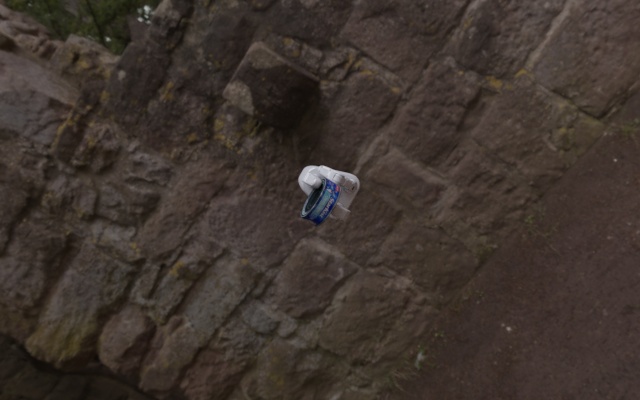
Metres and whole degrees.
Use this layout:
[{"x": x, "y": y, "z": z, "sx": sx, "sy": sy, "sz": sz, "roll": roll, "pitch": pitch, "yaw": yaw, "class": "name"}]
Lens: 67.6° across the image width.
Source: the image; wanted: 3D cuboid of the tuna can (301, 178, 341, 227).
[{"x": 0.000, "y": 0.003, "z": 0.873, "sx": 0.034, "sy": 0.086, "sz": 0.086, "roll": 32, "pitch": -9, "yaw": -14, "class": "tuna can"}]
